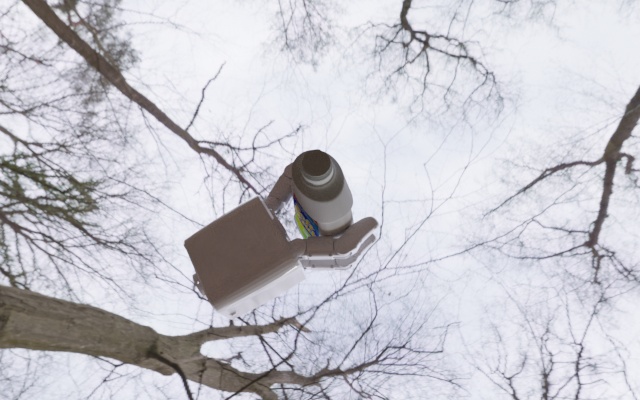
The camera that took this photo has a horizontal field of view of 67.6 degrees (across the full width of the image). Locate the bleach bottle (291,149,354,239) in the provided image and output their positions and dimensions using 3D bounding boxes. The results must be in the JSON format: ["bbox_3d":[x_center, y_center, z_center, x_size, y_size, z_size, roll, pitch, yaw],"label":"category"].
[{"bbox_3d":[0.000,0.002,0.569,0.068,0.102,0.251,-30,-20,-7],"label":"bleach bottle"}]
